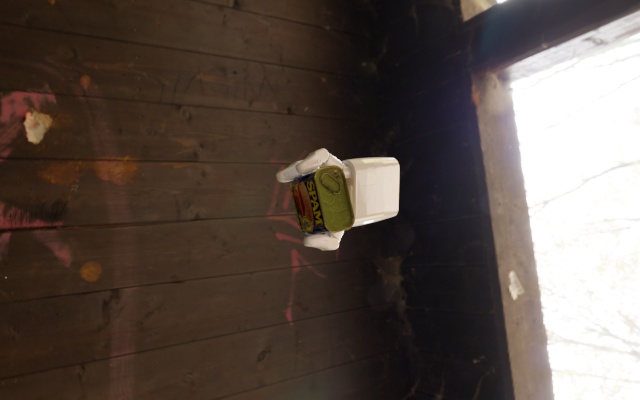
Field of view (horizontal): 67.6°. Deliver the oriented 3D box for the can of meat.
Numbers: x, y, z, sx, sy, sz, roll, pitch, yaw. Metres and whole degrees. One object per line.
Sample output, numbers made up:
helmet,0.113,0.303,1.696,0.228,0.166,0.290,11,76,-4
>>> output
can of meat,0.000,0.003,0.758,0.057,0.102,0.084,-13,0,-34
